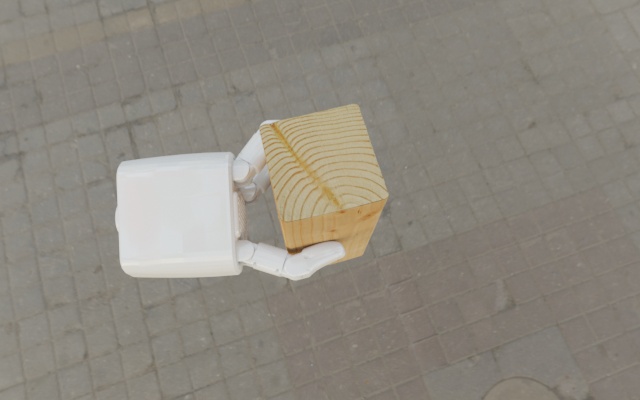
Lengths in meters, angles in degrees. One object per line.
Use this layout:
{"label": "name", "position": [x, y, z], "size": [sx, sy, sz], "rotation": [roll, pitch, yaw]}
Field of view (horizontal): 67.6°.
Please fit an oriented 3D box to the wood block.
{"label": "wood block", "position": [0.000, 0.002, 0.484], "size": [0.090, 0.090, 0.206], "rotation": [-13, -18, -5]}
